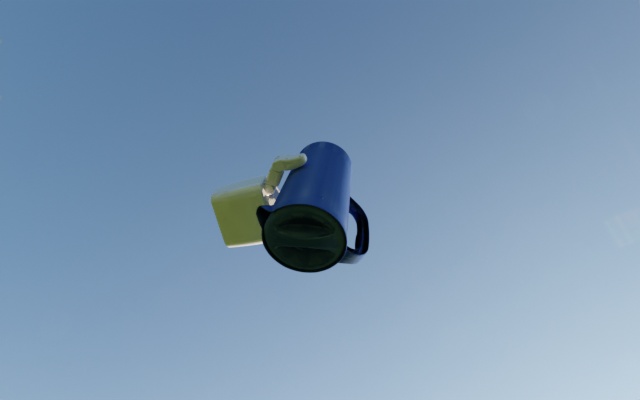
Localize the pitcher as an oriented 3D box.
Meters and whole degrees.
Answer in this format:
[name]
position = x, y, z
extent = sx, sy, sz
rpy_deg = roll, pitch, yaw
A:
[pitcher]
position = 0.000, 0.003, 0.818
extent = 0.145, 0.149, 0.242
rpy_deg = -12, 30, 18
